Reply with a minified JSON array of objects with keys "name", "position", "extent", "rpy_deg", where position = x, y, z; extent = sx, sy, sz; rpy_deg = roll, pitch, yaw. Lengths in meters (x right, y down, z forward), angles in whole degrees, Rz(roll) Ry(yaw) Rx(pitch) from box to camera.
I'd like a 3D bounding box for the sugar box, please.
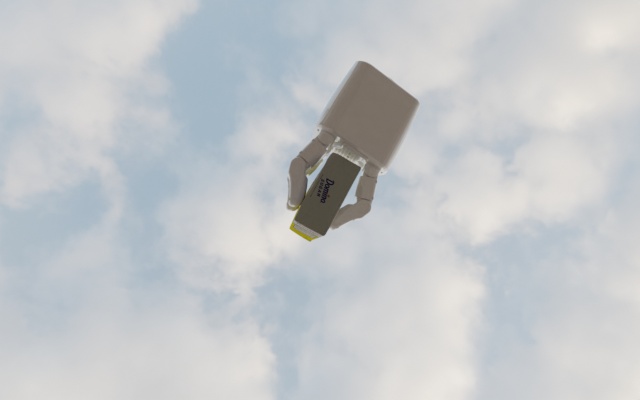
[{"name":"sugar box","position":[0.000,0.002,0.619],"extent":[0.048,0.093,0.176],"rpy_deg":[29,-9,1]}]
